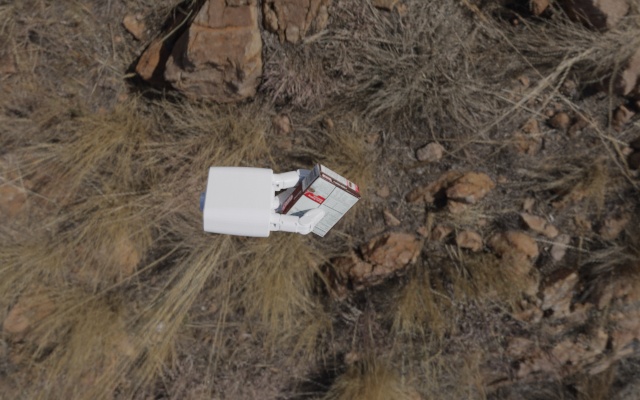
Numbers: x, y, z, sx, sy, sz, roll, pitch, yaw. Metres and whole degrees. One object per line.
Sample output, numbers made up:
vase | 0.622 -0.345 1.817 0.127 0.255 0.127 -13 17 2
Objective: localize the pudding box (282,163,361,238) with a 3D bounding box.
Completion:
pudding box | 0.000 0.003 0.821 0.090 0.039 0.113 28 -57 -24
